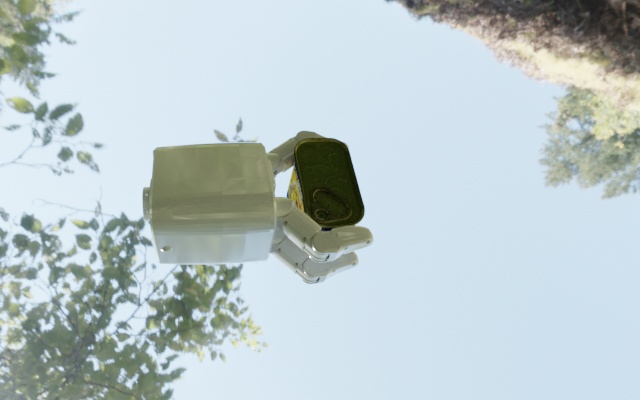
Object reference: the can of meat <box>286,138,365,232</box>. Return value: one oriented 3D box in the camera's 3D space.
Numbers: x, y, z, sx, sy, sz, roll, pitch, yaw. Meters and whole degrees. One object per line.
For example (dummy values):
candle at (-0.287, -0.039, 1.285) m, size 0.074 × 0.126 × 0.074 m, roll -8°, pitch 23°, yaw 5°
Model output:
can of meat at (0.000, 0.002, 0.490) m, size 0.057 × 0.102 × 0.084 m, roll -4°, pitch -31°, yaw -15°
